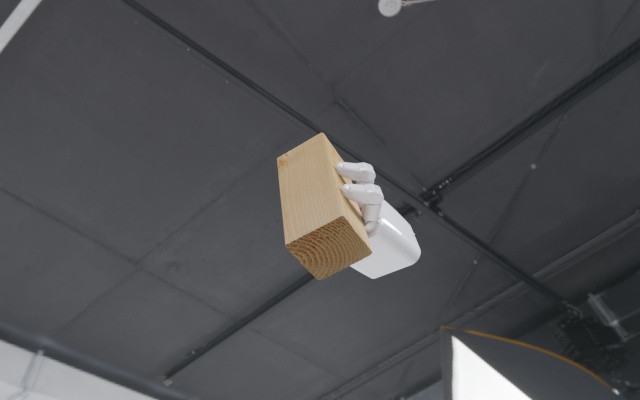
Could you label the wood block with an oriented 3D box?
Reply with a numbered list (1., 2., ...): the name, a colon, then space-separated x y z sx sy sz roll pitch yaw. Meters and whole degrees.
1. wood block: 0.000 0.003 0.716 0.091 0.090 0.206 -29 37 14
